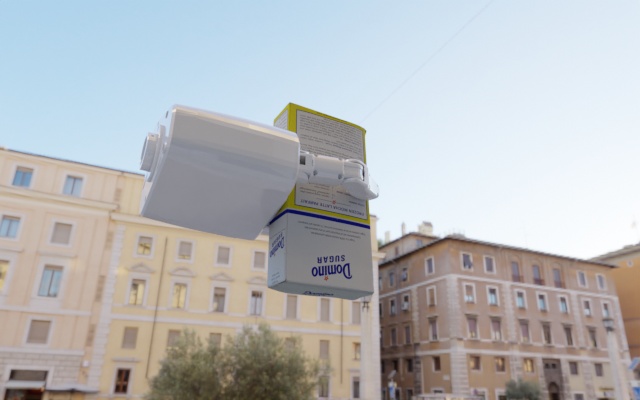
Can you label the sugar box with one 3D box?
[{"bbox_3d":[0.000,0.002,0.457,0.093,0.176,0.048,13,-24,-27],"label":"sugar box"}]
